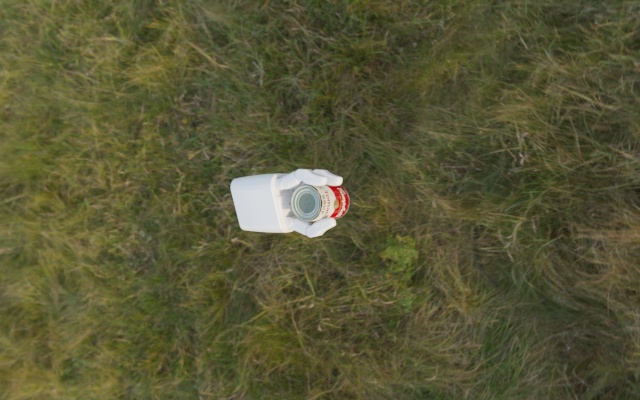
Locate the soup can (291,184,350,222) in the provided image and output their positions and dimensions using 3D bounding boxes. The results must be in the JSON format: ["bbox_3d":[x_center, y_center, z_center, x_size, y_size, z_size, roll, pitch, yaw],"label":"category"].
[{"bbox_3d":[0.000,0.003,0.882,0.068,0.068,0.102,0,2,32],"label":"soup can"}]
